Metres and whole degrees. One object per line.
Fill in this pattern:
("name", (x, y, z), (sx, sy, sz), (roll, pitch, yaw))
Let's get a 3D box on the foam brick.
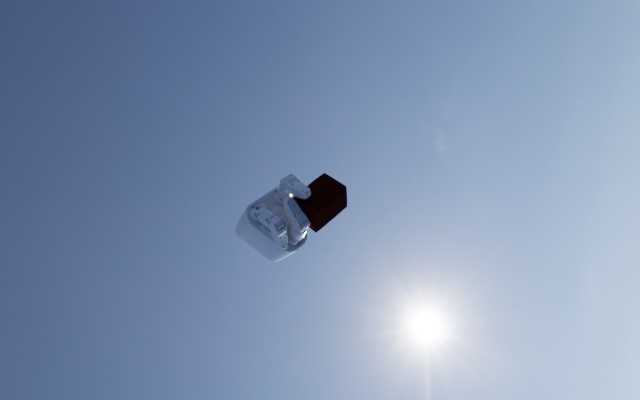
("foam brick", (0.000, 0.002, 0.799), (0.078, 0.051, 0.053), (-39, 55, -22))
